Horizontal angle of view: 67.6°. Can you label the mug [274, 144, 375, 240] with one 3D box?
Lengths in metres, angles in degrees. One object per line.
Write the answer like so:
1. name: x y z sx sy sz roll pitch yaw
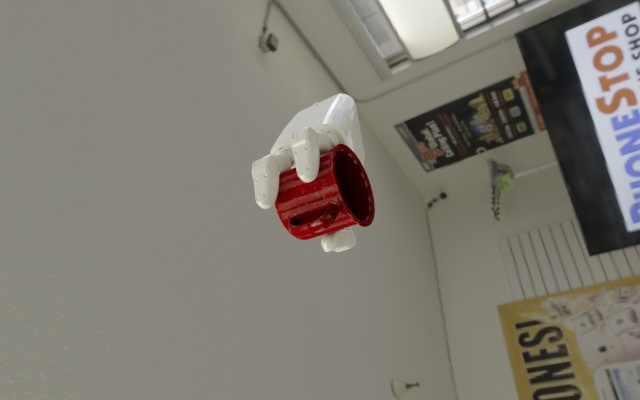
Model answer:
1. mug: 0.000 0.003 0.513 0.081 0.093 0.117 -19 26 26
